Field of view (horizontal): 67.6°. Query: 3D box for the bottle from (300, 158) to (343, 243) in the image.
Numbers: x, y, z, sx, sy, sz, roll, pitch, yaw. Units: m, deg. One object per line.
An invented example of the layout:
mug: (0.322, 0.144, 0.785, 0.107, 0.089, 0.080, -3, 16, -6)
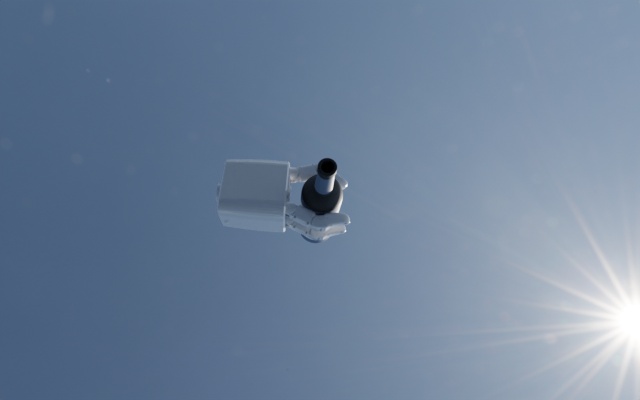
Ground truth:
bottle: (0.000, 0.003, 0.793, 0.069, 0.069, 0.296, 0, -19, -4)
